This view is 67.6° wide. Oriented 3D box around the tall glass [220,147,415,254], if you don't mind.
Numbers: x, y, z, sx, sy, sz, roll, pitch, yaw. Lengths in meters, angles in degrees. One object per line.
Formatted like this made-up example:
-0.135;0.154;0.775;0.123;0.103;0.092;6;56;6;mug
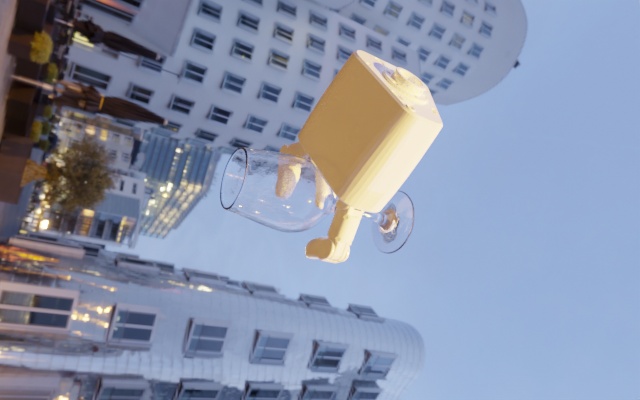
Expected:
0.001;0.002;0.502;0.201;0.079;0.079;15;-8;-30;tall glass
